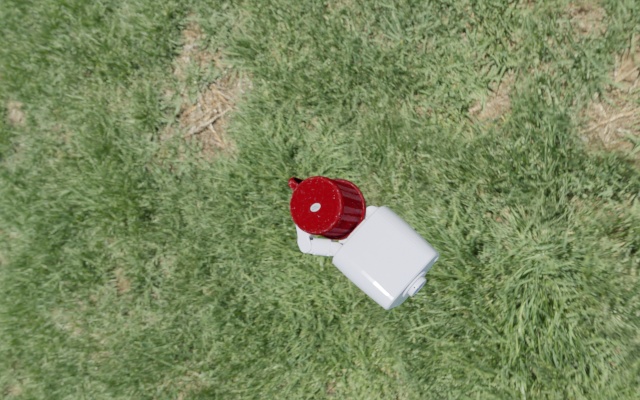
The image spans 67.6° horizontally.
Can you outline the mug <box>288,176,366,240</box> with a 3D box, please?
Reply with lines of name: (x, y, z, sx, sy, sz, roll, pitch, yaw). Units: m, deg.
mug: (-0.001, 0.001, 0.686, 0.117, 0.093, 0.081, 41, 12, 21)
